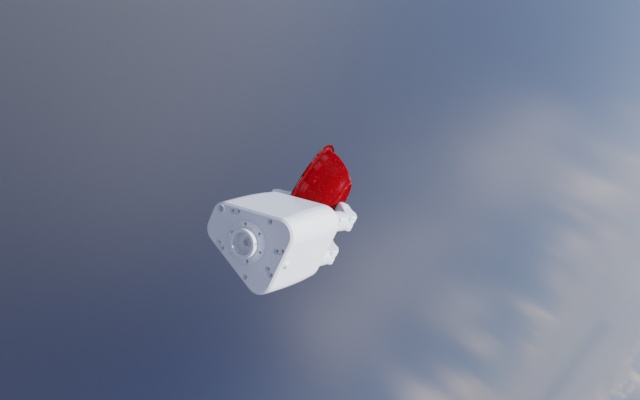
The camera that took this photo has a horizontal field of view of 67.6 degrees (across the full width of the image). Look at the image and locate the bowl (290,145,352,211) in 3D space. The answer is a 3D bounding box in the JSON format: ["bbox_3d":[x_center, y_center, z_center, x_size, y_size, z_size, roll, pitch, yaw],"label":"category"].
[{"bbox_3d":[0.001,0.002,0.699,0.055,0.162,0.162,29,5,9],"label":"bowl"}]
